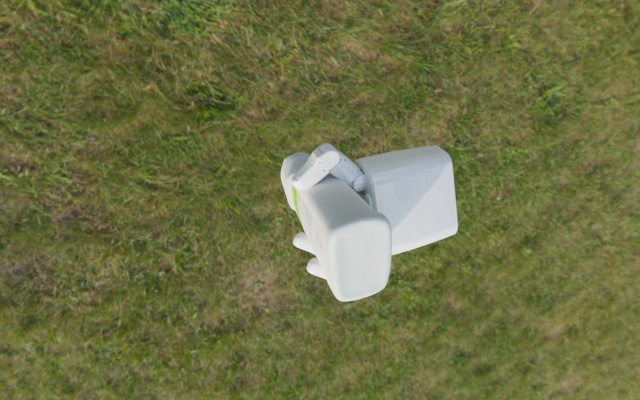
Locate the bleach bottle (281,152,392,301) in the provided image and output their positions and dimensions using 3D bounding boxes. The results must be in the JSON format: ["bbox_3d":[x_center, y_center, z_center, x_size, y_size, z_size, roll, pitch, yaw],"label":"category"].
[{"bbox_3d":[0.000,0.002,0.564,0.068,0.103,0.250,-14,33,-14],"label":"bleach bottle"}]
